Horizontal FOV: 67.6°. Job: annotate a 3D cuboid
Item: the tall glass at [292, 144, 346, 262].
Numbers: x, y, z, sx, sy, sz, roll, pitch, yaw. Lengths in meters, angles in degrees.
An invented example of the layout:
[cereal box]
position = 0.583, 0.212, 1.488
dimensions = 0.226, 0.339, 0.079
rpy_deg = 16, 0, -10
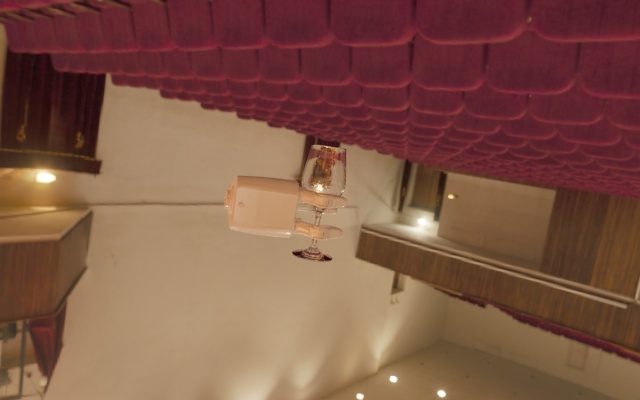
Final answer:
[tall glass]
position = 0.000, 0.003, 0.851
dimensions = 0.079, 0.201, 0.079
rpy_deg = 9, 7, -1
